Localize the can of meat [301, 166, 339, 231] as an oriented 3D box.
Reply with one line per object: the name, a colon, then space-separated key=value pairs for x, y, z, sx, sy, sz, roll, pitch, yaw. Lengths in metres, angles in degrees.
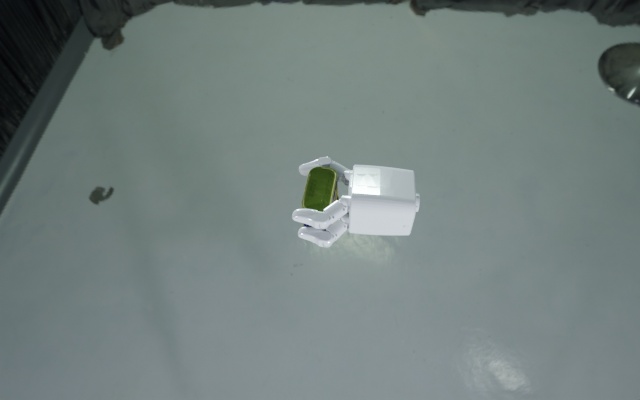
can of meat: x=0.000 y=0.002 z=0.833 sx=0.057 sy=0.102 sz=0.084 roll=7 pitch=-31 yaw=6
